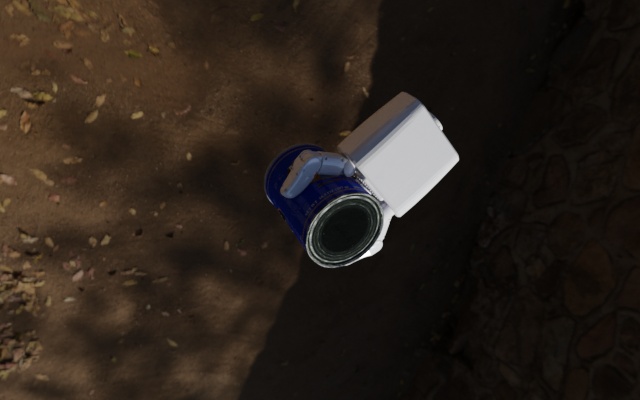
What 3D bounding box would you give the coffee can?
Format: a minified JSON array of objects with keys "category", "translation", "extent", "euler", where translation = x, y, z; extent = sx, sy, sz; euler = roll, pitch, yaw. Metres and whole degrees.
[{"category":"coffee can","translation":[0.000,0.002,0.602],"extent":[0.103,0.103,0.140],"euler":[0,29,-29]}]
